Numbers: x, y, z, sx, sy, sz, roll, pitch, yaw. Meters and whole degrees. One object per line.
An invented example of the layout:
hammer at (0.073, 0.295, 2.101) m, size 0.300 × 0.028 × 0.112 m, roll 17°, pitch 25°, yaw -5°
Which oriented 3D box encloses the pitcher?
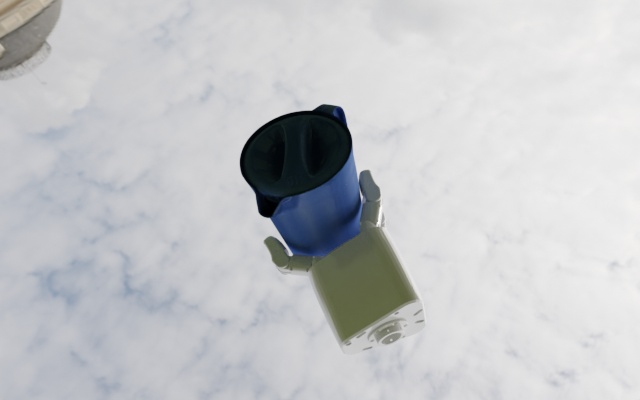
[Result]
pitcher at (0.000, 0.002, 0.637) m, size 0.149 × 0.145 × 0.243 m, roll -24°, pitch -39°, yaw -3°
